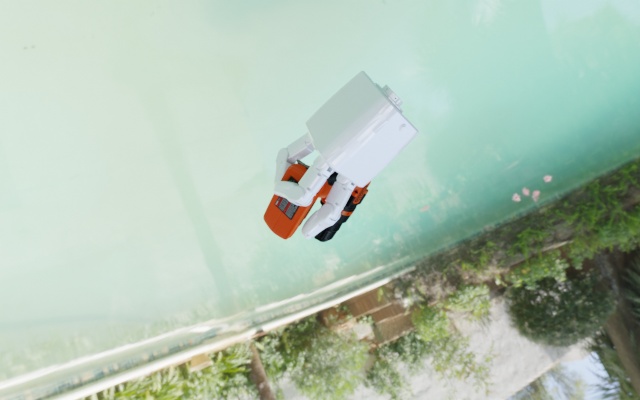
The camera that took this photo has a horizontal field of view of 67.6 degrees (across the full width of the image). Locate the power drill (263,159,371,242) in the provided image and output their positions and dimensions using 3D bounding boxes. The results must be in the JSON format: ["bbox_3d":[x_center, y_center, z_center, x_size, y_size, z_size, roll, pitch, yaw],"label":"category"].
[{"bbox_3d":[0.000,0.002,0.718,0.057,0.184,0.187,39,27,21],"label":"power drill"}]
